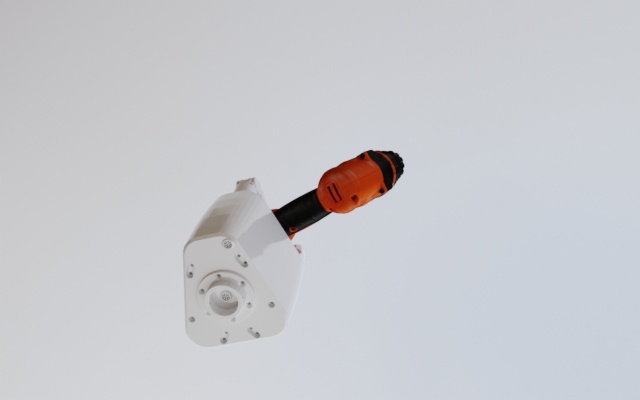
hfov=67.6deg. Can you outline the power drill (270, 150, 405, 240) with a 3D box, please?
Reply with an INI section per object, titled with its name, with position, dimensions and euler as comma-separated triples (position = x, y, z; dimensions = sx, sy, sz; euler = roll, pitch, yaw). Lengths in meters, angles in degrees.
[power drill]
position = 0.000, 0.002, 0.554
dimensions = 0.188, 0.057, 0.184
euler = -31, -4, 28
